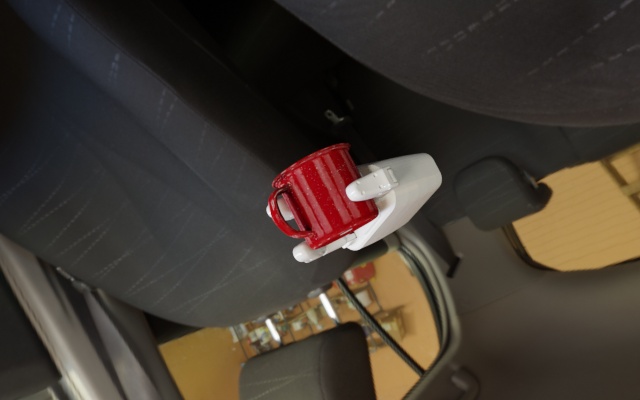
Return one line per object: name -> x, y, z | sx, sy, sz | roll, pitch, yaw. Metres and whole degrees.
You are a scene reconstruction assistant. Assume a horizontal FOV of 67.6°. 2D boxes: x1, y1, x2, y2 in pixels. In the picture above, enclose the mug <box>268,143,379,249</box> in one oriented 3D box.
mug -> -0.001, 0.002, 0.491 | 0.117, 0.081, 0.093 | -20, -11, -41
